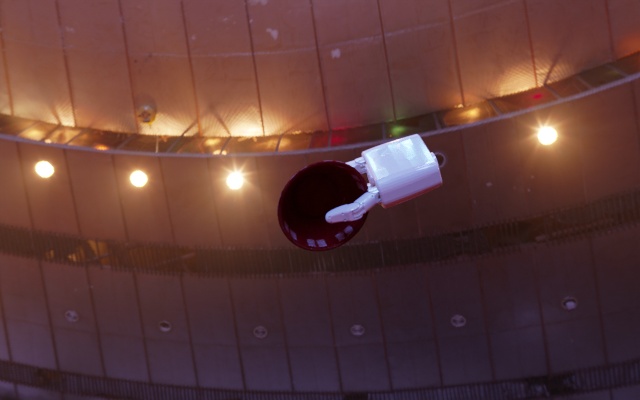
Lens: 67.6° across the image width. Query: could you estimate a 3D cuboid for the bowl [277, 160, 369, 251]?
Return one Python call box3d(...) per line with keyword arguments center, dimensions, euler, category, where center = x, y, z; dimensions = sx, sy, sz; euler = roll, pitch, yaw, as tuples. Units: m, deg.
box3d(center=(-0.001, 0.003, 0.806), dimensions=(0.162, 0.162, 0.055), euler=(0, 21, -20), category="bowl")
